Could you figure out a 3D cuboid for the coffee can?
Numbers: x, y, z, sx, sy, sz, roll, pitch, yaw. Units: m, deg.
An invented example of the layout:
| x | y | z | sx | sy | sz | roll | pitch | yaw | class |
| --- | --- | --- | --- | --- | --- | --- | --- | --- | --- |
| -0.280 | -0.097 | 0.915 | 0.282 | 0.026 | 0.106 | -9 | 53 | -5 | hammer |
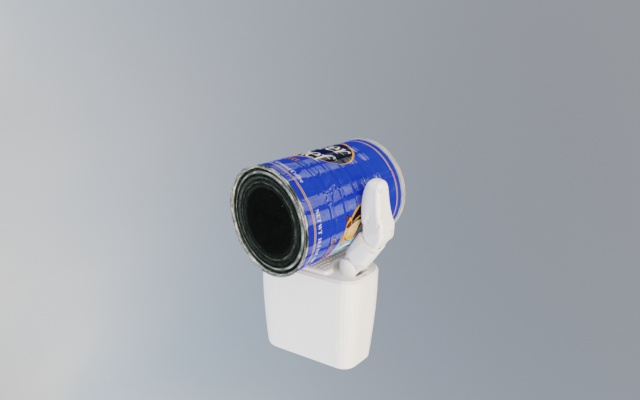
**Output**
| x | y | z | sx | sy | sz | roll | pitch | yaw | class |
| --- | --- | --- | --- | --- | --- | --- | --- | --- | --- |
| 0.000 | 0.001 | 0.462 | 0.103 | 0.103 | 0.140 | 0 | 15 | 46 | coffee can |
